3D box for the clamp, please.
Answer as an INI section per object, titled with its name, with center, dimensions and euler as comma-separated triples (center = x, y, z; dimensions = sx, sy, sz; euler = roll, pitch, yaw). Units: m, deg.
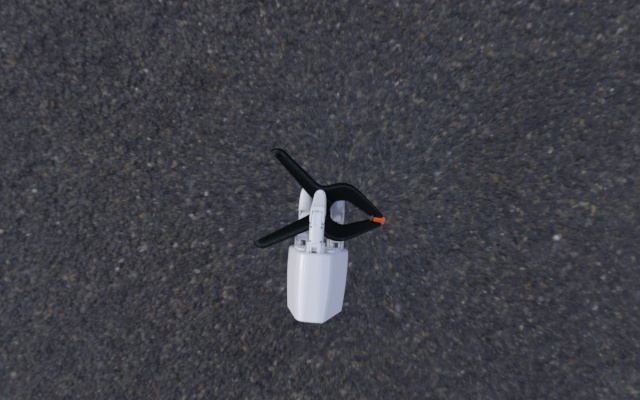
[clamp]
center = 0.001, 0.003, 0.772
dimensions = 0.210, 0.164, 0.036
euler = 4, 3, 4
